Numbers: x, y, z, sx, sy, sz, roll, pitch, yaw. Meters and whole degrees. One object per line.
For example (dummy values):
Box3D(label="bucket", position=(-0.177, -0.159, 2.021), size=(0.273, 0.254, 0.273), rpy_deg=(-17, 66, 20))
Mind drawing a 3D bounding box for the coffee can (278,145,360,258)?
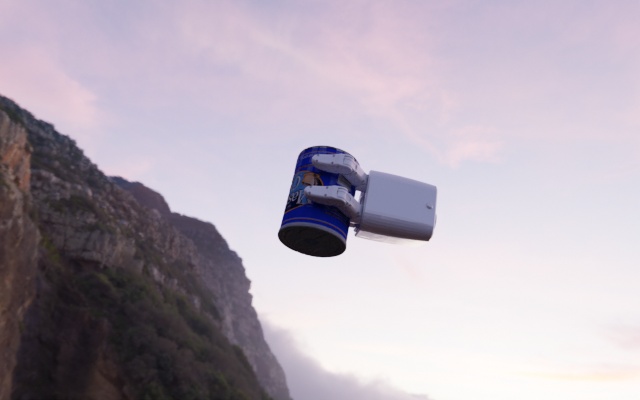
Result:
Box3D(label="coffee can", position=(0.000, 0.003, 0.729), size=(0.103, 0.140, 0.103), rpy_deg=(9, -29, 5))
